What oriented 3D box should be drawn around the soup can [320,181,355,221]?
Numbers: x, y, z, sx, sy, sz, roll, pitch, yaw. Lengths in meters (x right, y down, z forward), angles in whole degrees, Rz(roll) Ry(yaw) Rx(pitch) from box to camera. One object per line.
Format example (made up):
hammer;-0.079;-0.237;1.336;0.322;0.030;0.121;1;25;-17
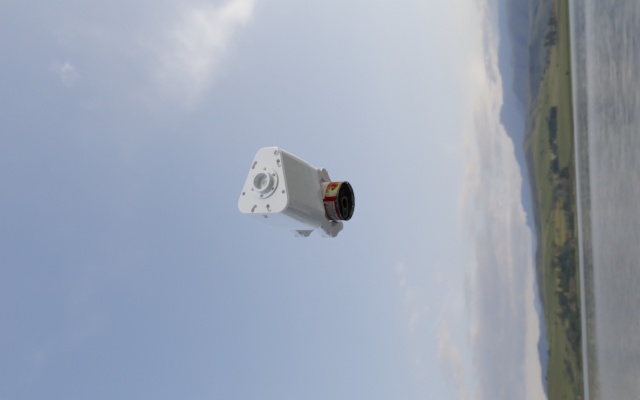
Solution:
soup can;0.000;0.003;0.832;0.102;0.068;0.068;-2;-1;29
